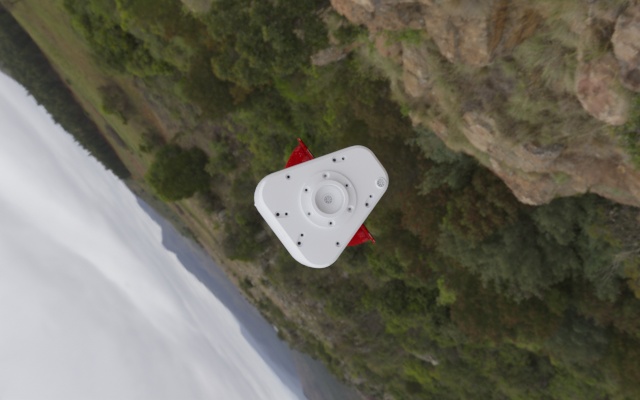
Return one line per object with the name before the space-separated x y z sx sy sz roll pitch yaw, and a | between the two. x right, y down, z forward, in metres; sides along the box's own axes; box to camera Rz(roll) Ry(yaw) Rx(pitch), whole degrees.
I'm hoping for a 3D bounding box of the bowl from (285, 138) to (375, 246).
bowl | 0.000 0.002 0.600 0.055 0.162 0.162 -36 -2 2
